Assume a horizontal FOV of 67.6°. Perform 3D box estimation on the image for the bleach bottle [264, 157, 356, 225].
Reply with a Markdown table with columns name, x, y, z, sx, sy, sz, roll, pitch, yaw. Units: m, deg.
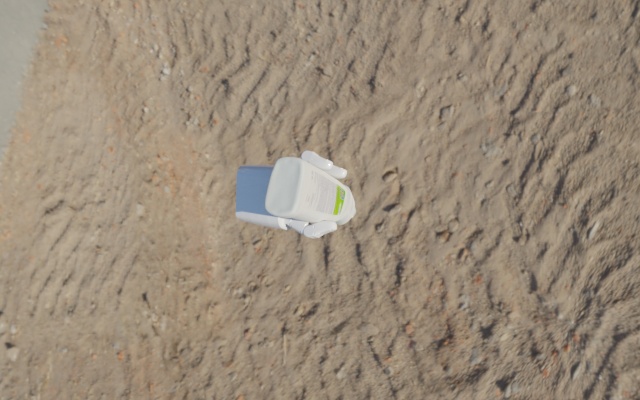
| name | x | y | z | sx | sy | sz | roll | pitch | yaw |
| --- | --- | --- | --- | --- | --- | --- | --- | --- | --- |
| bleach bottle | 0.000 | 0.003 | 0.861 | 0.068 | 0.102 | 0.251 | 8 | -9 | 29 |
